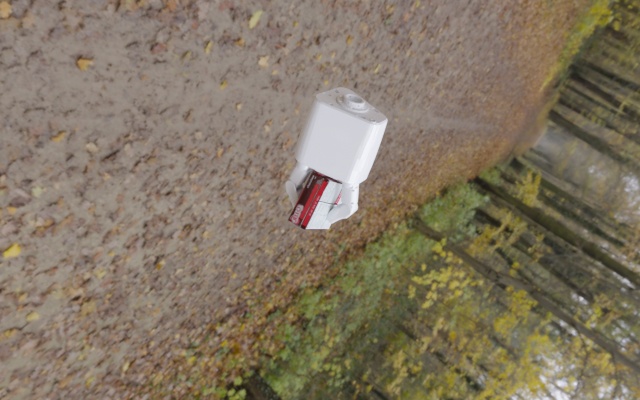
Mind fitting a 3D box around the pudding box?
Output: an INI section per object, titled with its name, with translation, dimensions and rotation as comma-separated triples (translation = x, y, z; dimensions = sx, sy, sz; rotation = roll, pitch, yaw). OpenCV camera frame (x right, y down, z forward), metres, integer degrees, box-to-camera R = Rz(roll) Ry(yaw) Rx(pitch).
[pudding box]
translation = 0.000, 0.003, 0.785
dimensions = 0.039, 0.090, 0.113
rotation = 30, 8, 21
